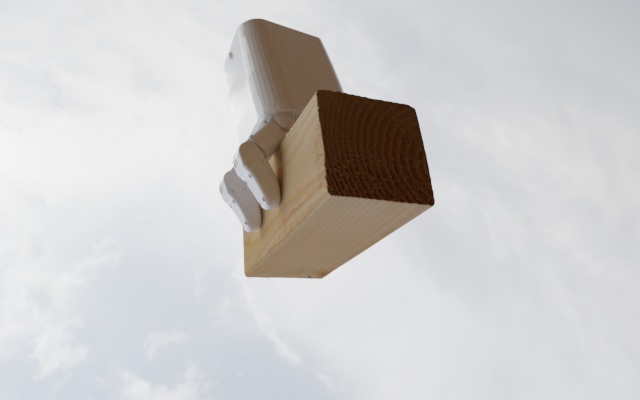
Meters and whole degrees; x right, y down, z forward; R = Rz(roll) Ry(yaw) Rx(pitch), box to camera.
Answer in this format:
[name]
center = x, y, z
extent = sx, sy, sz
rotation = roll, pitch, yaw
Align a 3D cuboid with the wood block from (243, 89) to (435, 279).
[wood block]
center = 0.000, 0.001, 0.435
extent = 0.091, 0.090, 0.206
rotation = 4, -25, -24
